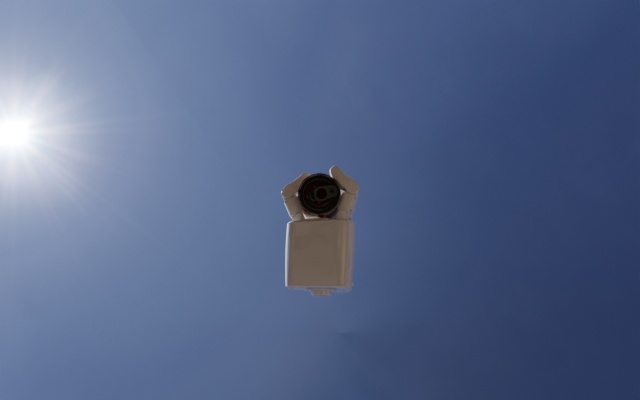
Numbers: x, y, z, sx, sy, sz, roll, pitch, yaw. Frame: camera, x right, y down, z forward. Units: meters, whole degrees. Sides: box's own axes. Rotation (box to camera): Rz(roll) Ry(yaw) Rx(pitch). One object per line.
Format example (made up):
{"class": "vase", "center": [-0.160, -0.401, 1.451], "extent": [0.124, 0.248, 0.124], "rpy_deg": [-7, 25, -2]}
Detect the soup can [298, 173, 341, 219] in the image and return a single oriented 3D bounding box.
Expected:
{"class": "soup can", "center": [0.000, 0.002, 0.798], "extent": [0.068, 0.068, 0.102], "rpy_deg": [0, -16, 2]}
